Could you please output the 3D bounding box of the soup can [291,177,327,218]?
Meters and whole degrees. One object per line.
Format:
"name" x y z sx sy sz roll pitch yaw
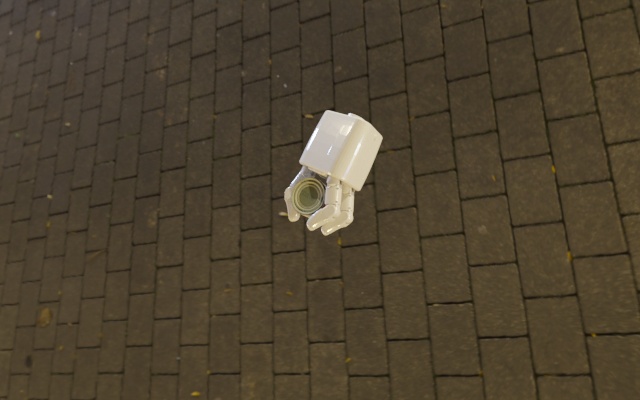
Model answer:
"soup can" 0.000 0.003 0.845 0.068 0.068 0.102 0 -12 26
